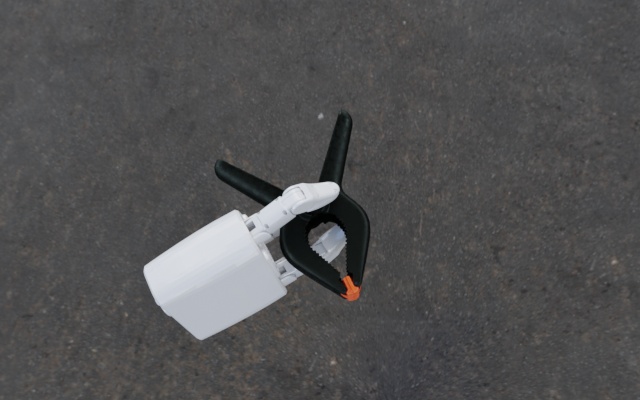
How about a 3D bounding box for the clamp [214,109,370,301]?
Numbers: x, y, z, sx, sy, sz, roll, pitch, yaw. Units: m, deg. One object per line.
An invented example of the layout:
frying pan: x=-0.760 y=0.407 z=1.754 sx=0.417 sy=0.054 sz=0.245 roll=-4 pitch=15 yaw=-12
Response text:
clamp: x=0.000 y=0.002 z=0.503 sx=0.164 sy=0.210 sz=0.036 roll=-30 pitch=-24 yaw=-7
